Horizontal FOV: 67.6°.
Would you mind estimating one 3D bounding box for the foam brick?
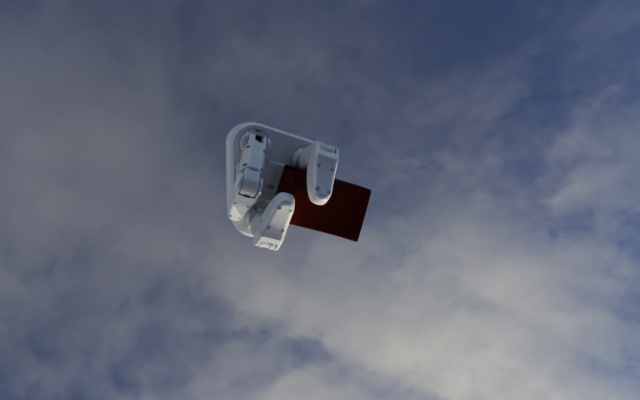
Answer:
[{"bbox_3d":[0.000,0.002,0.459,0.078,0.053,0.051,16,3,-18],"label":"foam brick"}]
